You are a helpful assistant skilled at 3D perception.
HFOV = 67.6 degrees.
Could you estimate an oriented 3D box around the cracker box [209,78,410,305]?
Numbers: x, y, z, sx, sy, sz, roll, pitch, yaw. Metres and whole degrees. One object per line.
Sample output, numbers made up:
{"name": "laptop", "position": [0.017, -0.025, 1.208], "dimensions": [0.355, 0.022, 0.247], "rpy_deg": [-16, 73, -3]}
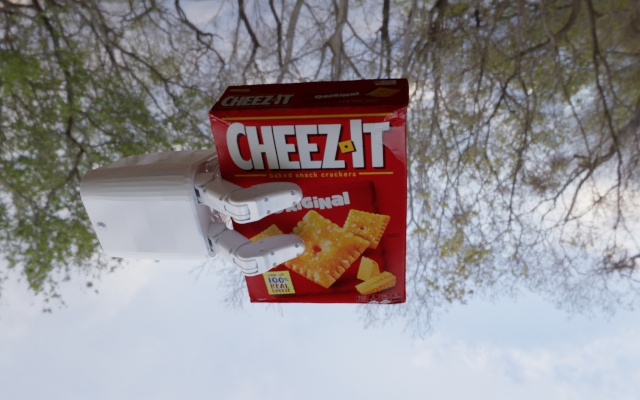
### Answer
{"name": "cracker box", "position": [0.000, 0.002, 0.452], "dimensions": [0.164, 0.214, 0.072], "rpy_deg": [-1, 33, 8]}
